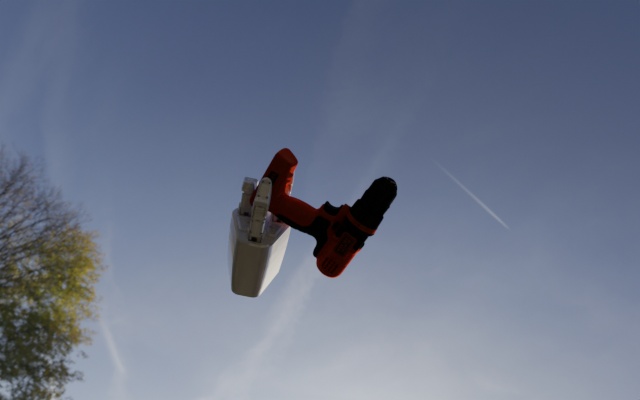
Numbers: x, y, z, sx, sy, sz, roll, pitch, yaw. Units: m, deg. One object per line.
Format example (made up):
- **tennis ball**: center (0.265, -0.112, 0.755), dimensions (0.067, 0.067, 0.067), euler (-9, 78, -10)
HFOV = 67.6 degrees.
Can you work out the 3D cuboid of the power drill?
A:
- **power drill**: center (0.000, 0.002, 0.725), dimensions (0.187, 0.184, 0.057), euler (36, 19, 7)
